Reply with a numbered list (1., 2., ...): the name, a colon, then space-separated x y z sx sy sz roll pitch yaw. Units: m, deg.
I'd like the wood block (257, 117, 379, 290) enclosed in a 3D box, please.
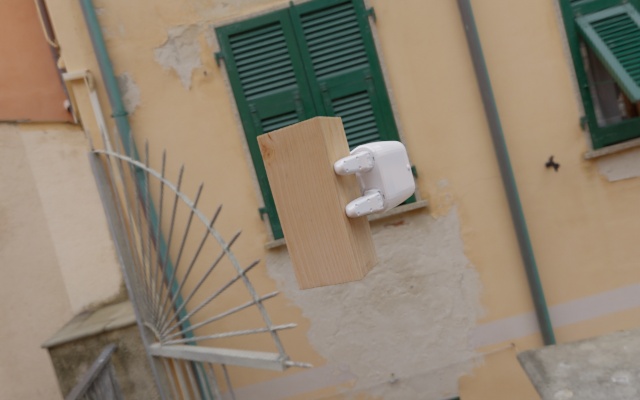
1. wood block: 0.000 0.002 0.635 0.091 0.206 0.090 -14 3 24
